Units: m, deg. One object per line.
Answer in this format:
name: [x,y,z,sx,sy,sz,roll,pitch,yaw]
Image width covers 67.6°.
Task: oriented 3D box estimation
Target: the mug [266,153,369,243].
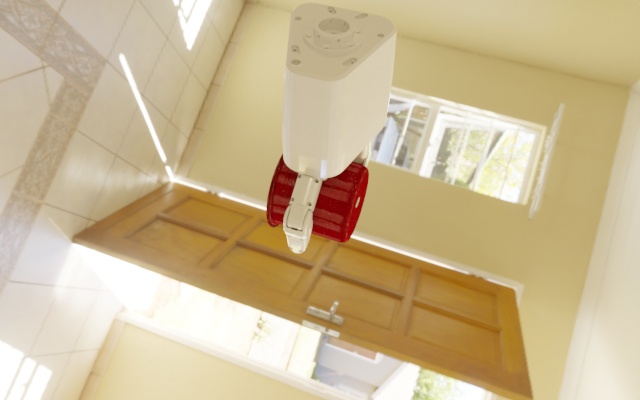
mug: [0.000,0.003,0.499,0.081,0.093,0.117,16,-36,11]
